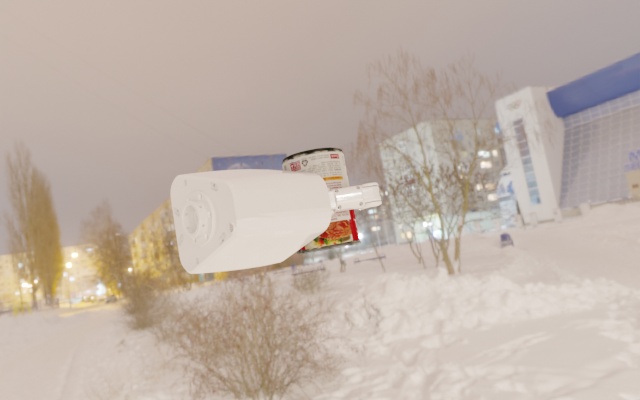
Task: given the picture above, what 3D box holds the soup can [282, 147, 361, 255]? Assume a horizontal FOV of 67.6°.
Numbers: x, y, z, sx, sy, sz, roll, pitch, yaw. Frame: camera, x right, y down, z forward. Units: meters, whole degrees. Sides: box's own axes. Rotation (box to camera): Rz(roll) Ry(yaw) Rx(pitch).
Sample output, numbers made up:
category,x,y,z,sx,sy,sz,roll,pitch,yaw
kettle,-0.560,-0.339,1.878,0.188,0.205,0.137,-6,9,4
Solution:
category,x,y,z,sx,sy,sz,roll,pitch,yaw
soup can,0.000,0.001,0.506,0.068,0.102,0.068,-10,-6,-1
